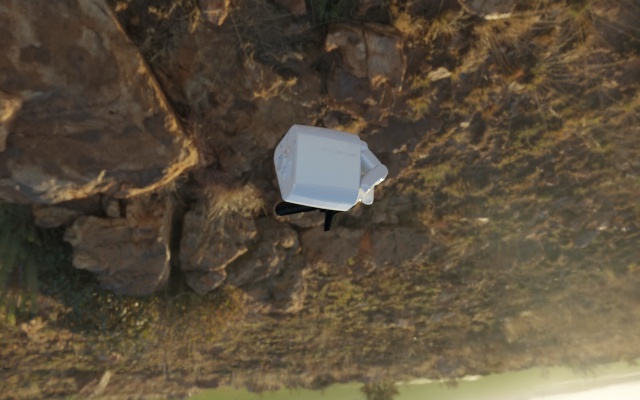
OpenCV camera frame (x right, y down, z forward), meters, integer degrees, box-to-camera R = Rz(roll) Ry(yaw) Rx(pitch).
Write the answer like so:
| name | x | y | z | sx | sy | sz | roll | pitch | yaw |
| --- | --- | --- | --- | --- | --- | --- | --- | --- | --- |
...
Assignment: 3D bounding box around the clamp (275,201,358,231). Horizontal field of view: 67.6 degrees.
| name | x | y | z | sx | sy | sz | roll | pitch | yaw |
| --- | --- | --- | --- | --- | --- | --- | --- | --- | --- |
| clamp | 0.000 | 0.003 | 0.826 | 0.120 | 0.039 | 0.171 | 10 | -32 | -25 |
